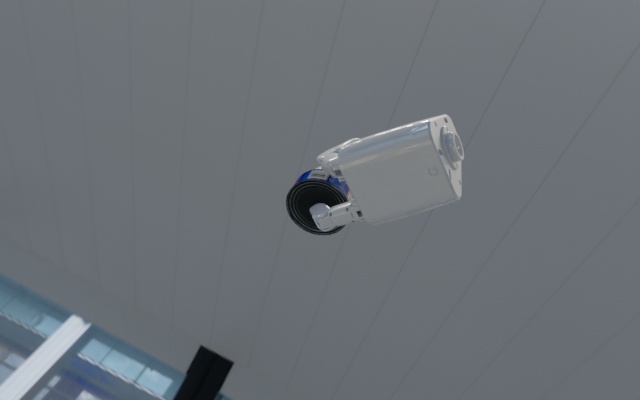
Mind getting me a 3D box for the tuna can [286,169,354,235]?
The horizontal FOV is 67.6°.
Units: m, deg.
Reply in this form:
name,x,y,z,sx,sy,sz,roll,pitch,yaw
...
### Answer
name,x,y,z,sx,sy,sz,roll,pitch,yaw
tuna can,0.000,0.002,0.630,0.086,0.086,0.033,0,32,19
